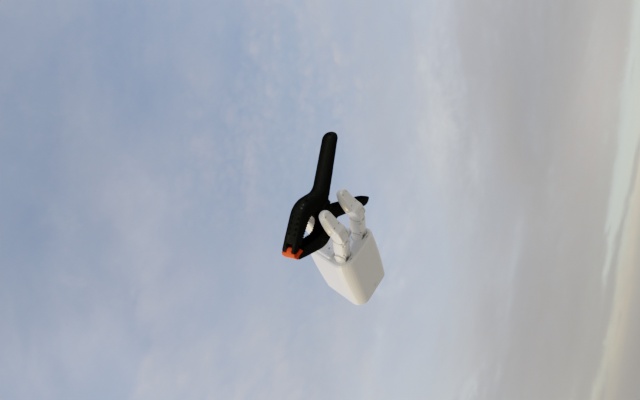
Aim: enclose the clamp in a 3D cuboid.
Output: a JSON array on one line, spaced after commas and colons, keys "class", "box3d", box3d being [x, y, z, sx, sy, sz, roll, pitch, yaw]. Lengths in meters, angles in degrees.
[{"class": "clamp", "box3d": [-0.001, 0.003, 0.773, 0.036, 0.165, 0.210, 6, 44, 40]}]
